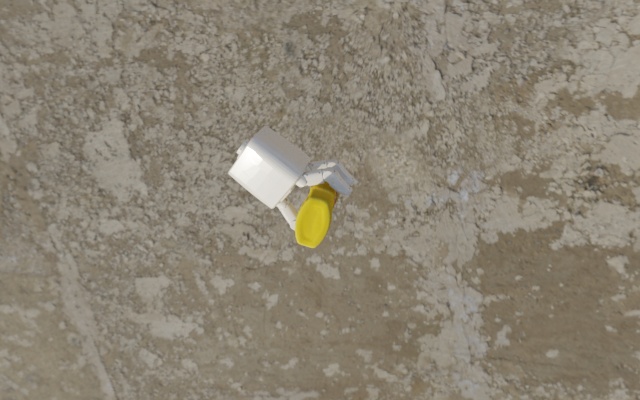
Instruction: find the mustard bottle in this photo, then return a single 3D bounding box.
[{"bbox_3d":[0.000,0.003,0.874,0.058,0.096,0.191,16,24,2],"label":"mustard bottle"}]
